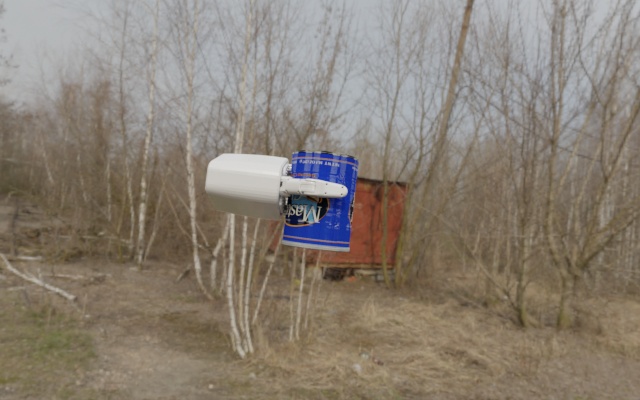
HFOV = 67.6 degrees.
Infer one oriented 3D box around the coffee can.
[{"bbox_3d":[0.000,0.003,0.720,0.103,0.140,0.103,7,-3,0],"label":"coffee can"}]
